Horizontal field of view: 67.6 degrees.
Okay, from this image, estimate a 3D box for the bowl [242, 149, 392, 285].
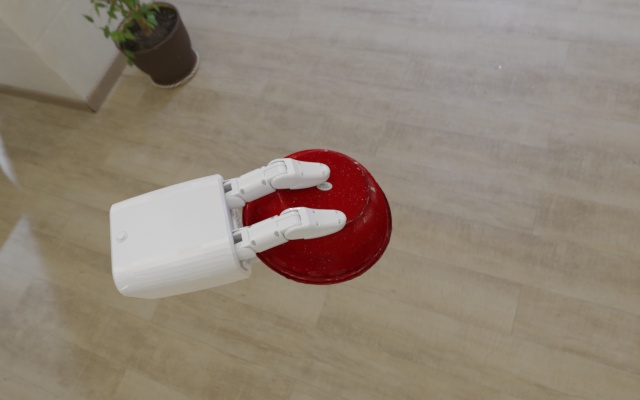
[{"bbox_3d":[0.001,0.001,0.489,0.162,0.162,0.055,0,-32,-7],"label":"bowl"}]
